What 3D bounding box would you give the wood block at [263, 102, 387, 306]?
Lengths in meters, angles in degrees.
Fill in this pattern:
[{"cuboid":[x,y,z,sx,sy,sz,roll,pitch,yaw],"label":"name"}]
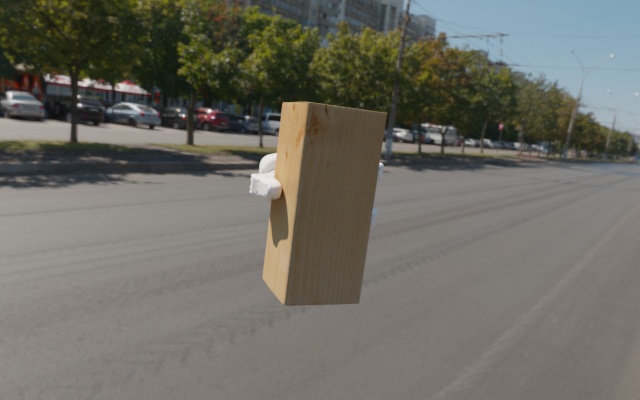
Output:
[{"cuboid":[0.000,0.001,0.525,0.091,0.206,0.090,3,9,-23],"label":"wood block"}]
